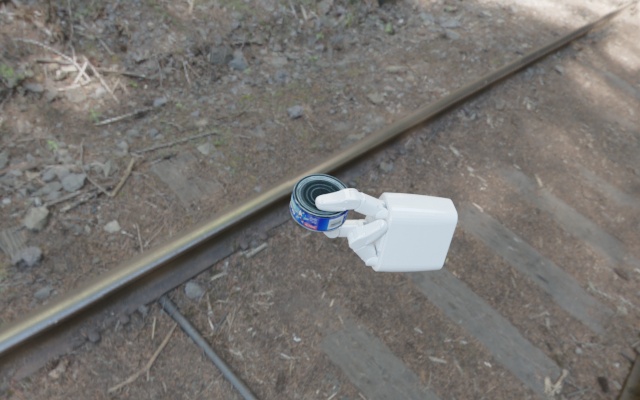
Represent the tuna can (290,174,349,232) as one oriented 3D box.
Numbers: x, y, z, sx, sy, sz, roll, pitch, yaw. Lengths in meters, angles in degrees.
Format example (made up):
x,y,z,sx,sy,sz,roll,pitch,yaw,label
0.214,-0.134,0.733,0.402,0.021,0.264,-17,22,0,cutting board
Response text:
x,y,z,sx,sy,sz,roll,pitch,yaw,label
0.000,0.002,0.684,0.086,0.086,0.034,0,-42,-12,tuna can
